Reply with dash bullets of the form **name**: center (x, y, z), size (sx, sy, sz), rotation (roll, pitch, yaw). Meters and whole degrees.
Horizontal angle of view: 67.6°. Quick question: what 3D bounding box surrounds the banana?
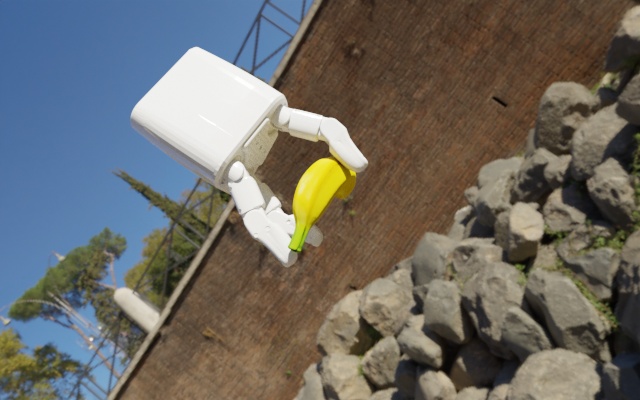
- **banana**: center (0.007, -0.013, 0.490), size (0.037, 0.070, 0.197), rotation (28, 21, 9)
